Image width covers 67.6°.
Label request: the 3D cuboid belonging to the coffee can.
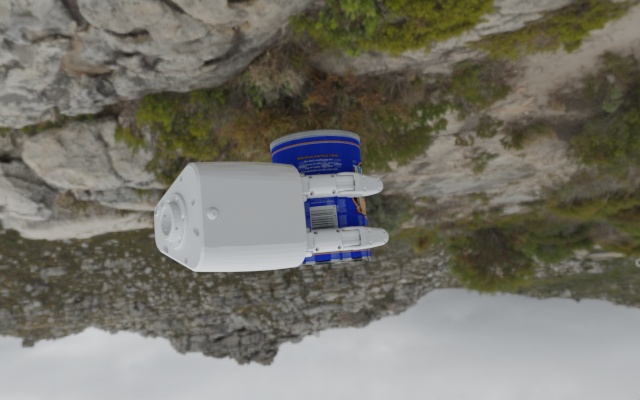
[{"bbox_3d":[0.000,0.002,0.538,0.103,0.140,0.103,-5,-7,-1],"label":"coffee can"}]
